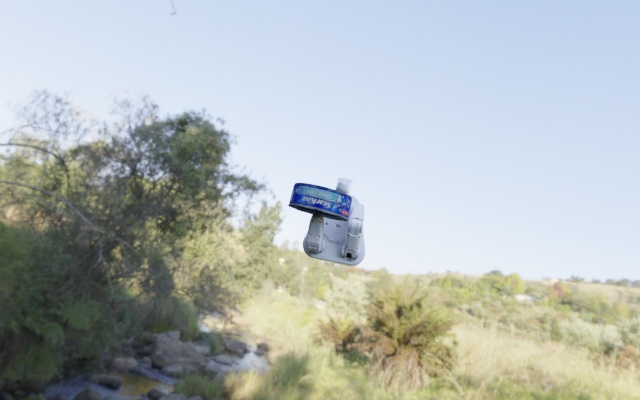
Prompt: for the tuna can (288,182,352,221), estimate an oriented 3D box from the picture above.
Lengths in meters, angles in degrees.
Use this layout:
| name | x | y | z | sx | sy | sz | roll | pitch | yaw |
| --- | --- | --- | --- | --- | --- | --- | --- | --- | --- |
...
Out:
| name | x | y | z | sx | sy | sz | roll | pitch | yaw |
| --- | --- | --- | --- | --- | --- | --- | --- | --- | --- |
| tuna can | 0.000 | 0.002 | 0.666 | 0.086 | 0.033 | 0.086 | 14 | -6 | 2 |
